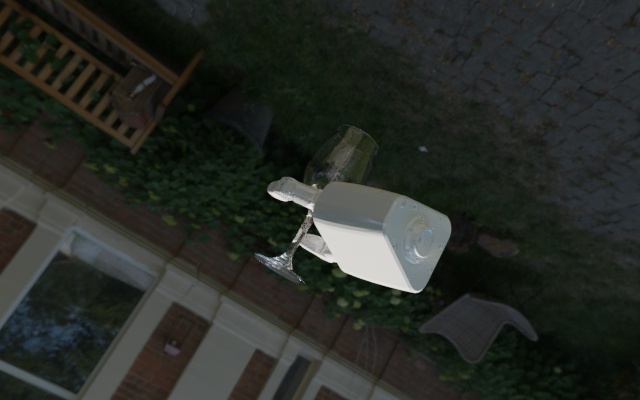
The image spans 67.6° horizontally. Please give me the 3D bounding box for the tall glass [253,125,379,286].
[{"bbox_3d":[0.000,0.002,0.601,0.079,0.201,0.079,28,-16,9],"label":"tall glass"}]
